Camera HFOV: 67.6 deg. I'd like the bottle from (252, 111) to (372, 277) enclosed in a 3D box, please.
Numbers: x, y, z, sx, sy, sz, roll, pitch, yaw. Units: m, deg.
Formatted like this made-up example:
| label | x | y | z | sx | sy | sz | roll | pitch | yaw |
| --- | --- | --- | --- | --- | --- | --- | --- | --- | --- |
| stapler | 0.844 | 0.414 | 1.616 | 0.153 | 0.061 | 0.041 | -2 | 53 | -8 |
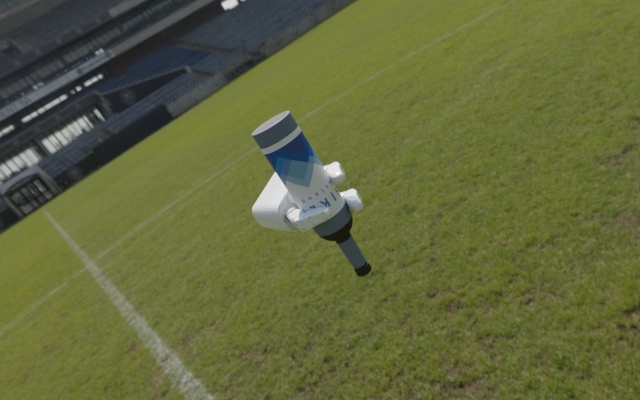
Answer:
| label | x | y | z | sx | sy | sz | roll | pitch | yaw |
| --- | --- | --- | --- | --- | --- | --- | --- | --- | --- |
| bottle | 0.000 | 0.002 | 0.753 | 0.069 | 0.296 | 0.069 | -28 | 20 | 11 |
